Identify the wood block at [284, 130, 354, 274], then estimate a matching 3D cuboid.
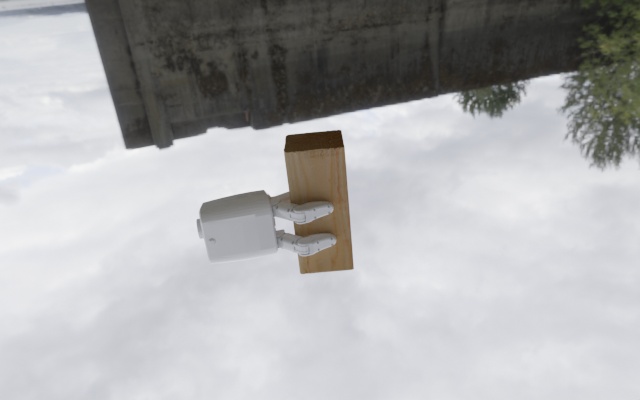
[{"bbox_3d":[0.000,0.003,0.758,0.090,0.206,0.090,-5,25,1],"label":"wood block"}]
